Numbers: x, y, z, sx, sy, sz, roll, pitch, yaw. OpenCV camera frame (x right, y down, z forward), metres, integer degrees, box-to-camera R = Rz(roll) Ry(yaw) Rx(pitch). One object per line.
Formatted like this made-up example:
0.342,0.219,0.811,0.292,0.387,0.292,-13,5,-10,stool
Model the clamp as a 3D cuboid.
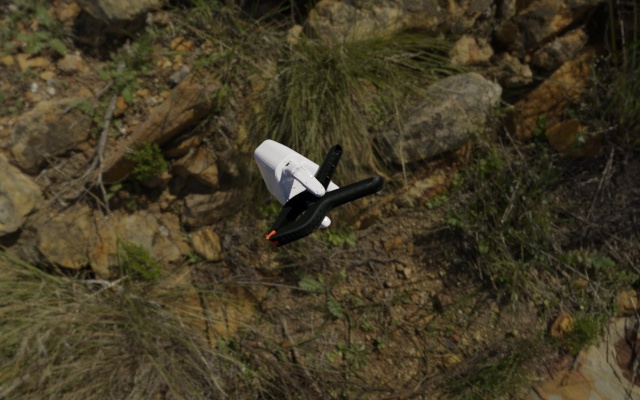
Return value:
-0.001,0.002,0.785,0.036,0.210,0.164,48,-8,-35,clamp
